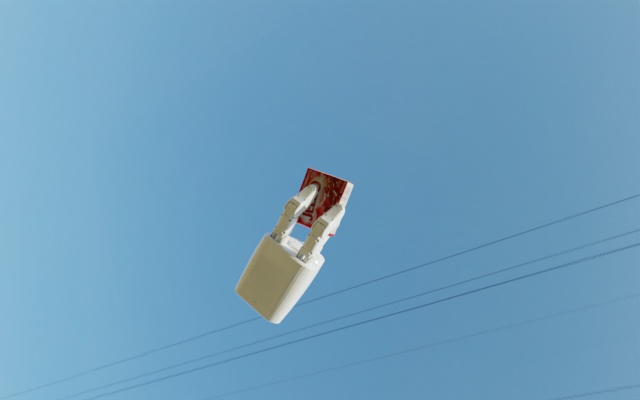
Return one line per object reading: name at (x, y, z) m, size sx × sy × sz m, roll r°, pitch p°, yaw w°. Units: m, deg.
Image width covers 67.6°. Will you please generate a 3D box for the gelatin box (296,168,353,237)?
gelatin box at (0.000, 0.002, 0.742) m, size 0.073 × 0.089 × 0.030 m, roll 21°, pitch -1°, yaw 25°
